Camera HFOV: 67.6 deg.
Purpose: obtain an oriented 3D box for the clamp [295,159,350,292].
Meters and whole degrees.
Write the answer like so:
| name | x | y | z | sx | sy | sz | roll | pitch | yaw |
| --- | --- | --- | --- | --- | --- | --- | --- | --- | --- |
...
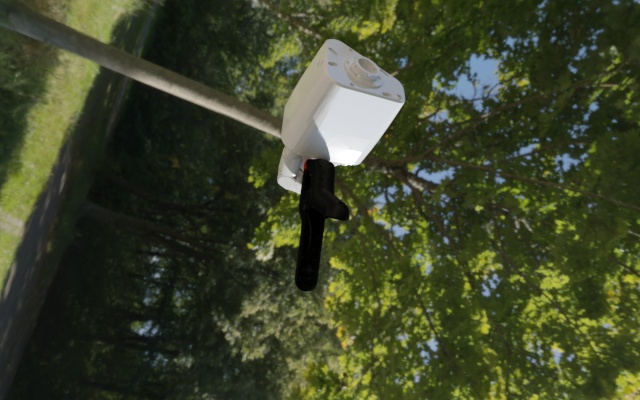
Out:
| name | x | y | z | sx | sy | sz | roll | pitch | yaw |
| --- | --- | --- | --- | --- | --- | --- | --- | --- | --- |
| clamp | 0.001 | 0.002 | 0.534 | 0.039 | 0.171 | 0.120 | 16 | -45 | -20 |
